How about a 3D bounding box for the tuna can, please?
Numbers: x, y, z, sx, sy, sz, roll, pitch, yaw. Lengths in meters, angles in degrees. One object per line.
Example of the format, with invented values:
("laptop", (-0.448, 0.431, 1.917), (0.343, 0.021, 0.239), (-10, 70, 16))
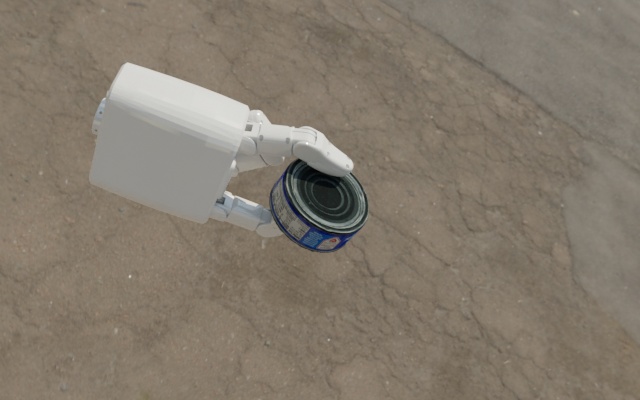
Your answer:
("tuna can", (0.000, 0.001, 0.426), (0.086, 0.086, 0.034), (0, -33, -34))
